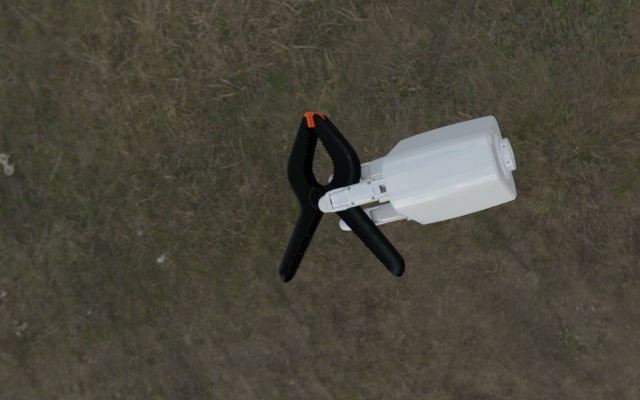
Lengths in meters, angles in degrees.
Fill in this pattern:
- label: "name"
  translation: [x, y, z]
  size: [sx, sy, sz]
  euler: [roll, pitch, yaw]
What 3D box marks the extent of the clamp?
- label: "clamp"
  translation: [0.000, 0.001, 0.573]
  size: [0.164, 0.210, 0.036]
  euler: [-16, -2, 27]
